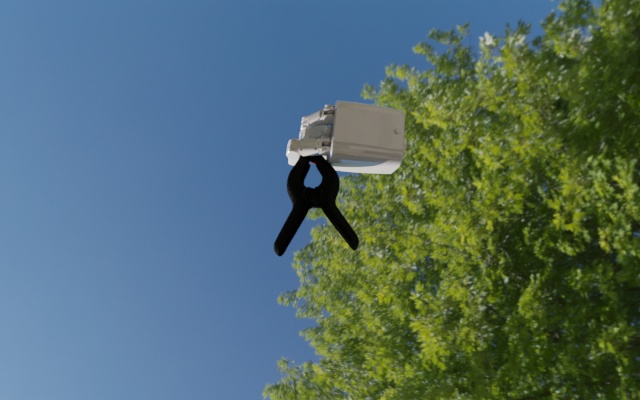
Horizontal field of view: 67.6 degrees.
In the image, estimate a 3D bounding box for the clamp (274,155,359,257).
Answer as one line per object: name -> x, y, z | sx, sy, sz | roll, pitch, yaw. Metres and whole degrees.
clamp -> 0.000, 0.002, 0.701 | 0.120, 0.171, 0.039 | 5, -19, 2
